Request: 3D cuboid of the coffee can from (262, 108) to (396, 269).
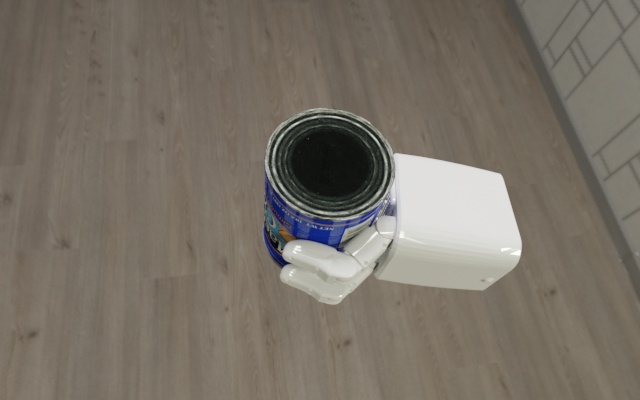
[{"bbox_3d":[0.000,0.001,0.429,0.103,0.102,0.140,0,-27,-7],"label":"coffee can"}]
